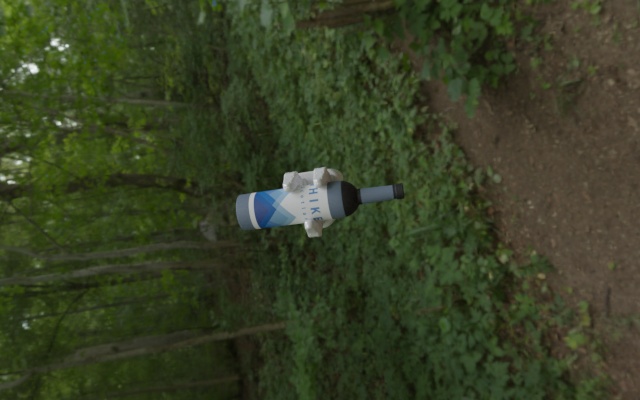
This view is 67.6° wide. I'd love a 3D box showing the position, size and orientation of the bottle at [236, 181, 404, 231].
[{"bbox_3d":[0.000,0.003,0.852,0.296,0.069,0.069,-8,-2,10],"label":"bottle"}]
